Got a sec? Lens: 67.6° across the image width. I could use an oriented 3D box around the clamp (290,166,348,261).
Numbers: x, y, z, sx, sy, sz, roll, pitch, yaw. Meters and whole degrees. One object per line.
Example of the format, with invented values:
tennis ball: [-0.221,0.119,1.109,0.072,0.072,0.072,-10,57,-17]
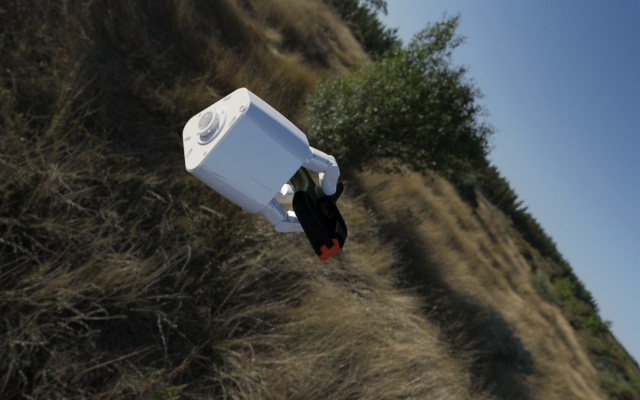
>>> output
clamp: [0.001,0.002,0.671,0.036,0.209,0.165,-38,-45,20]
